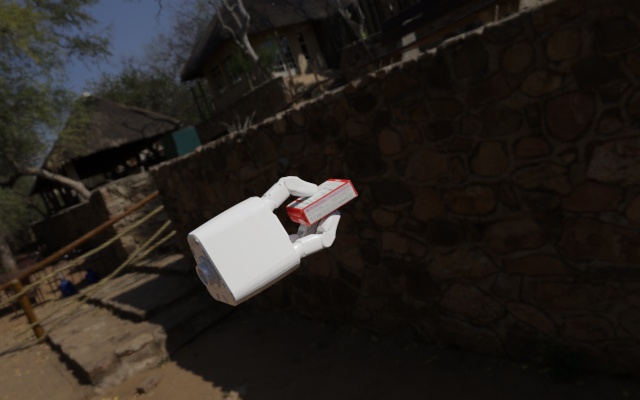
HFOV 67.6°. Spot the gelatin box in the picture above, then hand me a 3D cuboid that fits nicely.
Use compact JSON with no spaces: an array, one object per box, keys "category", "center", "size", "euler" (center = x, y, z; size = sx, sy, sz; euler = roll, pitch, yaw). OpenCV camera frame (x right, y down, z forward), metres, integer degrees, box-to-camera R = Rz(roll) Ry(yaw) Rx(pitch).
[{"category":"gelatin box","center":[0.000,0.002,0.708],"size":[0.089,0.030,0.073],"euler":[-32,14,-17]}]
